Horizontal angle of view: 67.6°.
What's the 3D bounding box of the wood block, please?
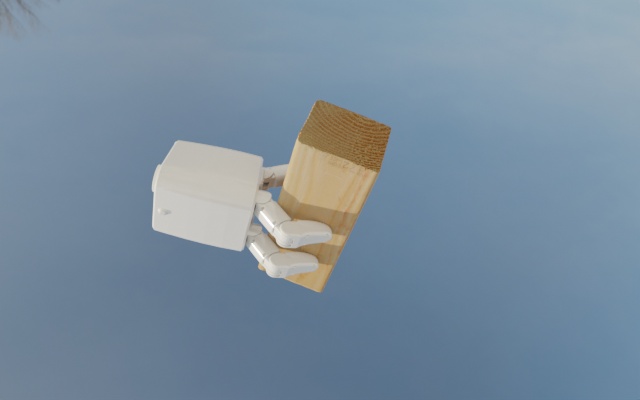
[{"bbox_3d":[0.000,0.002,0.561,0.090,0.206,0.090,21,42,-1],"label":"wood block"}]
